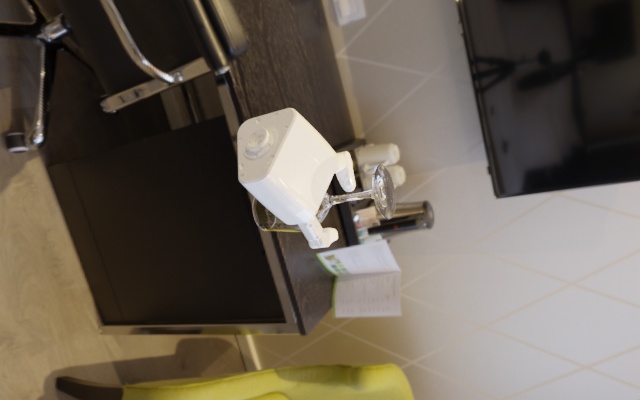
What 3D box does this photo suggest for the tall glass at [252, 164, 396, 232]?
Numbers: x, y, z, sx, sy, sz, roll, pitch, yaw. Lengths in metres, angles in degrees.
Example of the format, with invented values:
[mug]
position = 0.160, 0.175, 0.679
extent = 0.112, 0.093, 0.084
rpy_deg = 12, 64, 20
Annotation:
[tall glass]
position = 0.001, 0.002, 0.683
extent = 0.201, 0.079, 0.079
rpy_deg = -9, -5, 29
